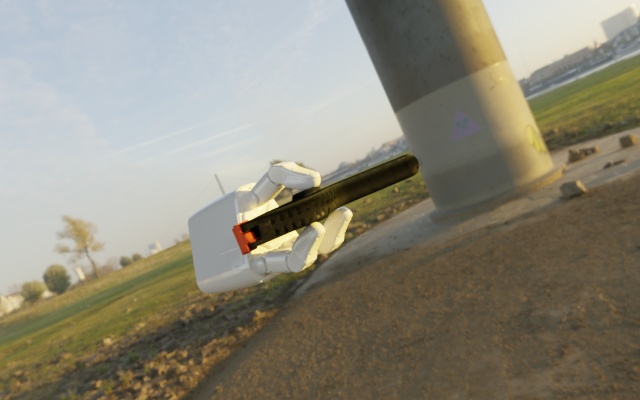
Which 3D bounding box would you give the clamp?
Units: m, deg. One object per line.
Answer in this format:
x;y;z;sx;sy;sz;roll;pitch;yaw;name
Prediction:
-0.001;0.001;0.500;0.164;0.036;0.210;-21;3;38;clamp
